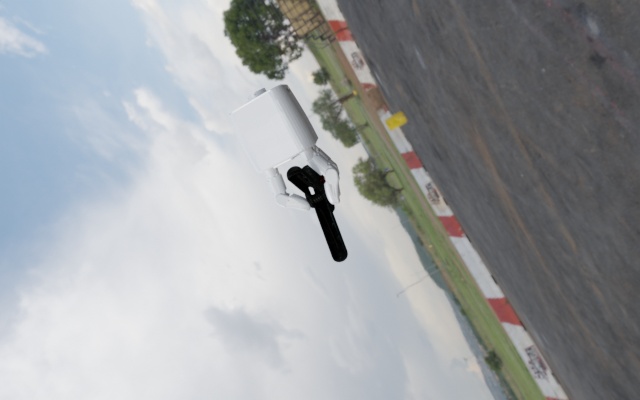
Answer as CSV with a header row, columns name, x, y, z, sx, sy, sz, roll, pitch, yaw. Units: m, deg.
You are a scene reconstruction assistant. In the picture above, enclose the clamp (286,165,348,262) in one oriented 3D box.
name,x,y,z,sx,sy,sz,roll,pitch,yaw
clamp,-0.001,0.003,0.785,0.036,0.164,0.210,-25,11,8
